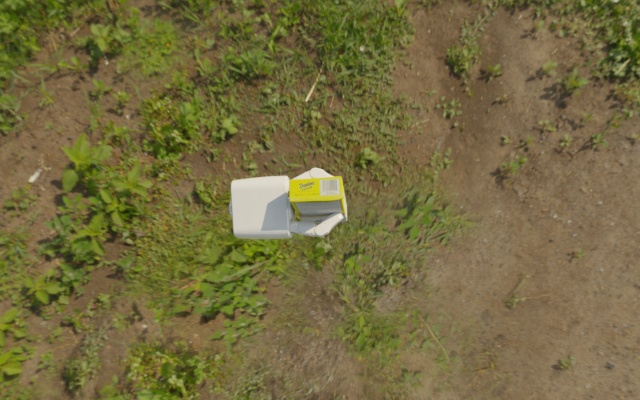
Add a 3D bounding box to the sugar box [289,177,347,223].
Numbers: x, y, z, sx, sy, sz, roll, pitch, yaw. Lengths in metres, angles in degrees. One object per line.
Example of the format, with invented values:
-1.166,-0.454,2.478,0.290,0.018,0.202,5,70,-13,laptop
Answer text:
0.000,0.002,0.888,0.093,0.048,0.176,-2,-13,4,sugar box
